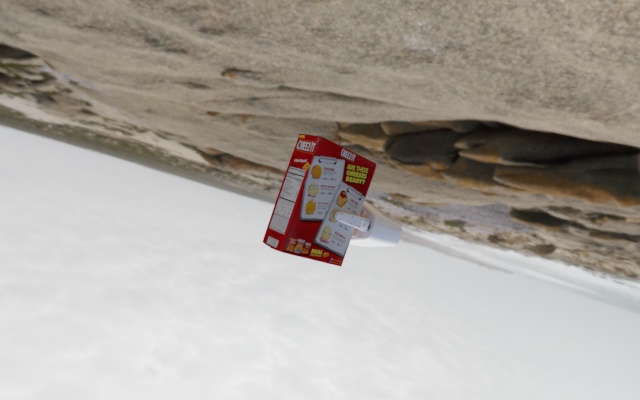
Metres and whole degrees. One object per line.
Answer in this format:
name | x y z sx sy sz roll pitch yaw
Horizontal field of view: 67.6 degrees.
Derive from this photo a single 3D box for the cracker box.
cracker box | 0.000 0.003 0.895 0.164 0.213 0.072 20 -2 -43
